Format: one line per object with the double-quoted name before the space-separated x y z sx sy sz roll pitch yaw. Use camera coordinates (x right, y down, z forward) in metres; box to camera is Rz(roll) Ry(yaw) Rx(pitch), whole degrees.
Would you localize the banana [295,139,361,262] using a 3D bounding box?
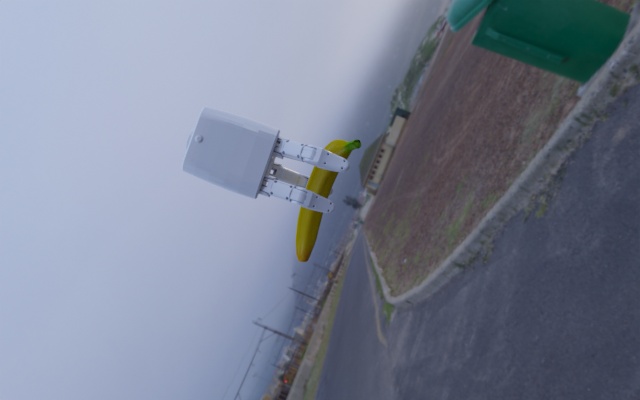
"banana" -0.001 -0.009 0.678 0.037 0.198 0.069 16 22 -15
